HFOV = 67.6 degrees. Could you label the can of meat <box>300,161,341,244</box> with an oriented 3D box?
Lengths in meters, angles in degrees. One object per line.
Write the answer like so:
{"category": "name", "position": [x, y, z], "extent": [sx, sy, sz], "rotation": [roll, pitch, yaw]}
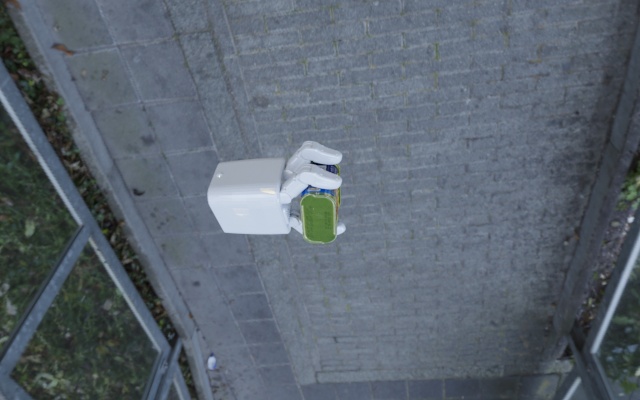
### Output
{"category": "can of meat", "position": [0.000, 0.003, 0.718], "extent": [0.057, 0.102, 0.084], "rotation": [1, 40, 5]}
